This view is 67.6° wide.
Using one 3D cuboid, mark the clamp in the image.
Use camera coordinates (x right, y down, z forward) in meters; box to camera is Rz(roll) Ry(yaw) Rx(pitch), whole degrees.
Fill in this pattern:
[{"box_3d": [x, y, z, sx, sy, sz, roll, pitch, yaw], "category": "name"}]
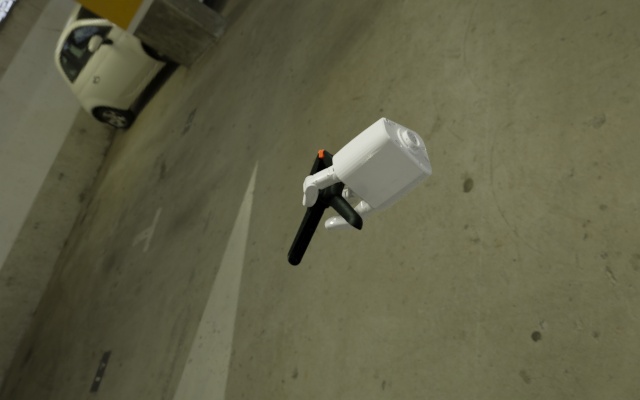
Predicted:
[{"box_3d": [0.000, 0.002, 0.811, 0.036, 0.209, 0.164, 30, -52, -32], "category": "clamp"}]
